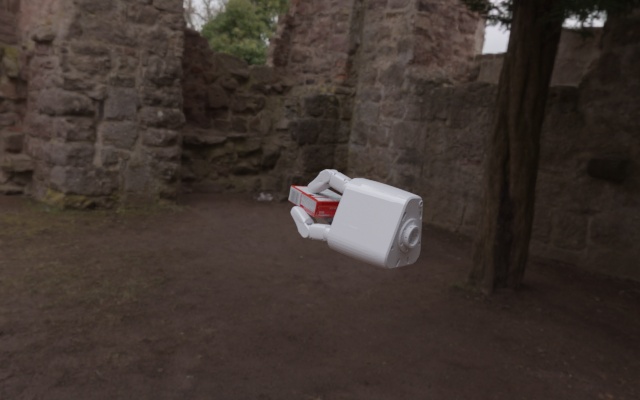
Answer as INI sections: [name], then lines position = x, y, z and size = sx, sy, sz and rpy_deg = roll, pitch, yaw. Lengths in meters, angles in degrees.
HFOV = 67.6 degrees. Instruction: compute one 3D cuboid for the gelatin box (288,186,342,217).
[gelatin box]
position = 0.000, 0.002, 0.792
size = 0.073, 0.030, 0.089
rpy_deg = 2, 17, -35
